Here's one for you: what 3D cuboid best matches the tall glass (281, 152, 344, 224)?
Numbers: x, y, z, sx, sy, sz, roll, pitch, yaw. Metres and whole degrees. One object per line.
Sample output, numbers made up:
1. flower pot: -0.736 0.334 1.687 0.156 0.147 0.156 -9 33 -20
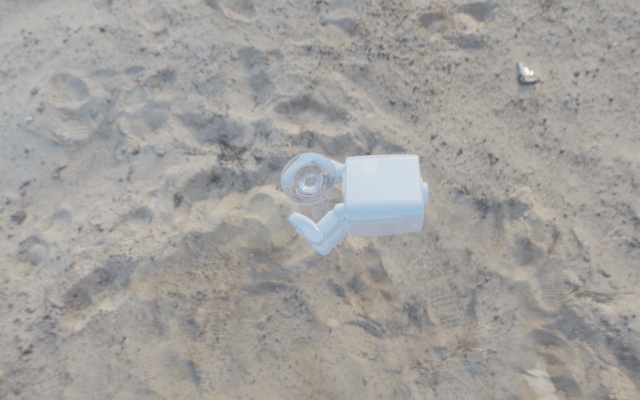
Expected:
1. tall glass: 0.000 0.002 0.717 0.079 0.079 0.201 0 -19 9
